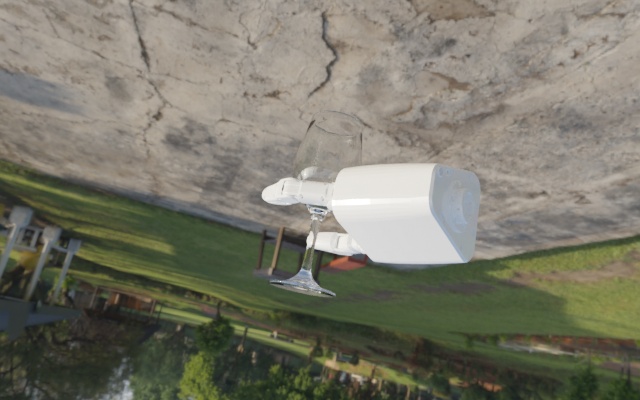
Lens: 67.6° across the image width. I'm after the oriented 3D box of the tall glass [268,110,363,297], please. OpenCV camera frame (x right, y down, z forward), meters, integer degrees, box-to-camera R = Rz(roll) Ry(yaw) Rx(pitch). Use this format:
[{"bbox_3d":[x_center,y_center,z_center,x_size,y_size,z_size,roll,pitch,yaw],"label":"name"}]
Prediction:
[{"bbox_3d":[0.000,0.002,0.538,0.079,0.201,0.079,11,-16,3],"label":"tall glass"}]
